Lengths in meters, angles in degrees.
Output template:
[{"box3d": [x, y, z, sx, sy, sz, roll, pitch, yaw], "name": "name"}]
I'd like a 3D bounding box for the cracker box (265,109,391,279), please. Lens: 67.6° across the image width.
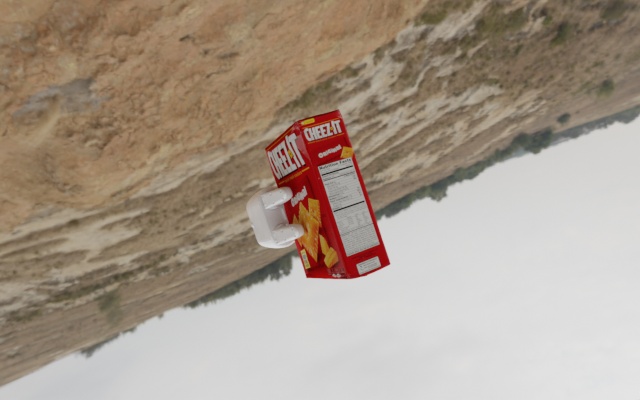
[{"box3d": [0.000, 0.002, 0.672, 0.072, 0.213, 0.164, -19, 0, -23], "name": "cracker box"}]
